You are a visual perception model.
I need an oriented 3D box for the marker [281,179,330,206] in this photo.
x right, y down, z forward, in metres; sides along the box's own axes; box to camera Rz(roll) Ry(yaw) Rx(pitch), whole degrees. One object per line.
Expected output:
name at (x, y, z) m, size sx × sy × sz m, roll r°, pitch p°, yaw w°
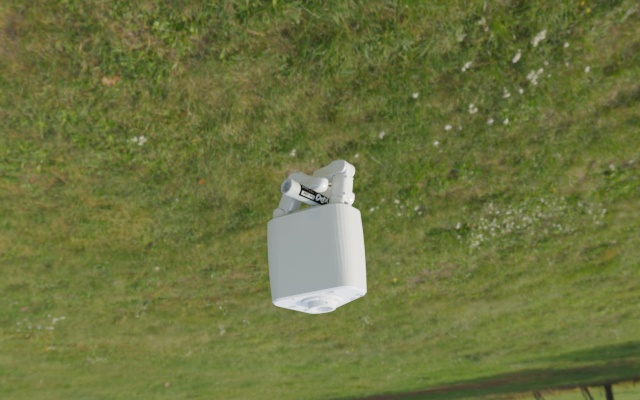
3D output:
marker at (0.000, 0.002, 0.592) m, size 0.020 × 0.020 × 0.121 m, roll 0°, pitch -18°, yaw 44°
